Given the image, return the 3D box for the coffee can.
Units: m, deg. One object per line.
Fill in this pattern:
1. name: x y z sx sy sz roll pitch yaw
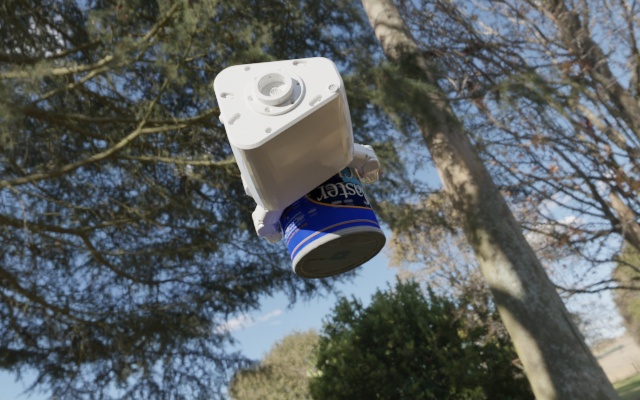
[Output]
1. coffee can: 0.000 0.002 0.533 0.103 0.140 0.103 -16 -29 -9
